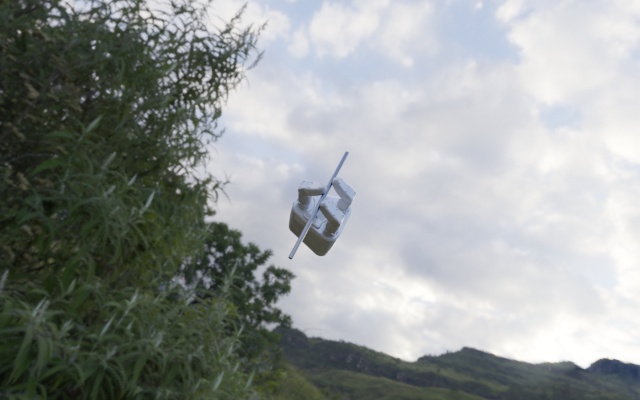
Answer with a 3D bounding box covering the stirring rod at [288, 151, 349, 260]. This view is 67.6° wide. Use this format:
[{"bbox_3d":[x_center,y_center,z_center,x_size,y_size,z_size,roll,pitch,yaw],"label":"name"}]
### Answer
[{"bbox_3d":[0.000,0.003,0.852,0.011,0.239,0.011,22,-28,12],"label":"stirring rod"}]
